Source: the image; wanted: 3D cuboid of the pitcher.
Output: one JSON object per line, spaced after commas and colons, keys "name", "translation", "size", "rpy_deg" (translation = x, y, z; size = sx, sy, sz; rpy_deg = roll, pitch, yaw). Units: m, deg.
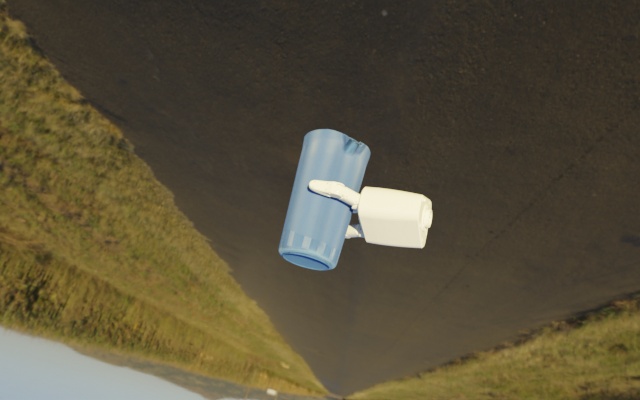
{"name": "pitcher", "translation": [0.000, 0.003, 0.897], "size": [0.145, 0.242, 0.149], "rpy_deg": [7, -22, 22]}
